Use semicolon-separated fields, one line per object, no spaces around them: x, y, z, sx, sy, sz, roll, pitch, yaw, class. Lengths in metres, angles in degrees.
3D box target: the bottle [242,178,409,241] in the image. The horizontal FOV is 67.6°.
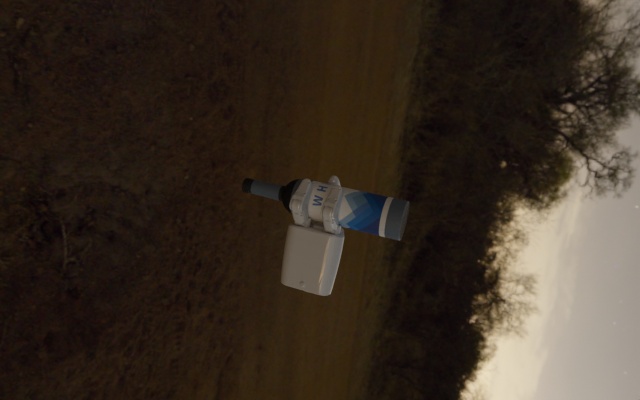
0.000;0.003;0.824;0.295;0.069;0.069;13;4;18;bottle
